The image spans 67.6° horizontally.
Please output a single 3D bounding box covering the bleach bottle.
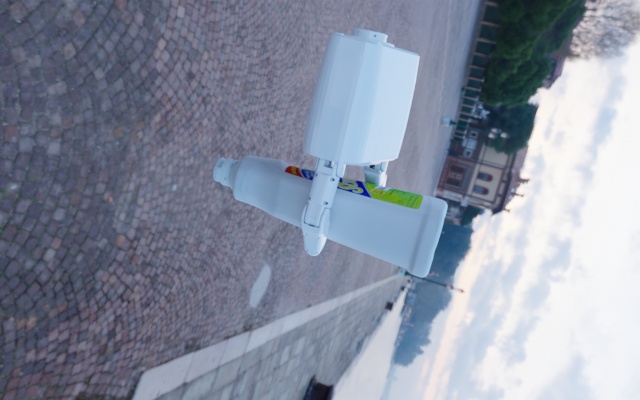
[{"bbox_3d":[0.000,0.002,0.501,0.251,0.068,0.102,17,17,14],"label":"bleach bottle"}]
